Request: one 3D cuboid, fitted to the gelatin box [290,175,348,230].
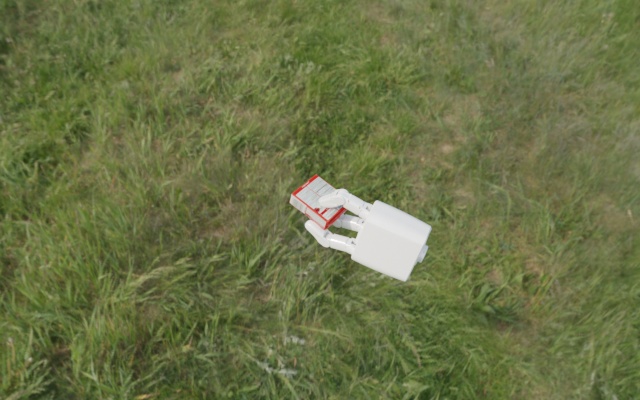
[{"bbox_3d":[0.000,0.002,0.876,0.089,0.030,0.073,37,52,15],"label":"gelatin box"}]
